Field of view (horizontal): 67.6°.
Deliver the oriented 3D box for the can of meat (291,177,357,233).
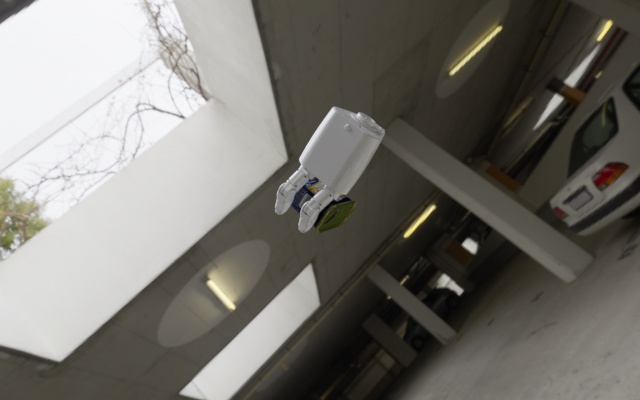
[{"bbox_3d":[0.000,0.003,0.821,0.084,0.057,0.102,41,25,20],"label":"can of meat"}]
